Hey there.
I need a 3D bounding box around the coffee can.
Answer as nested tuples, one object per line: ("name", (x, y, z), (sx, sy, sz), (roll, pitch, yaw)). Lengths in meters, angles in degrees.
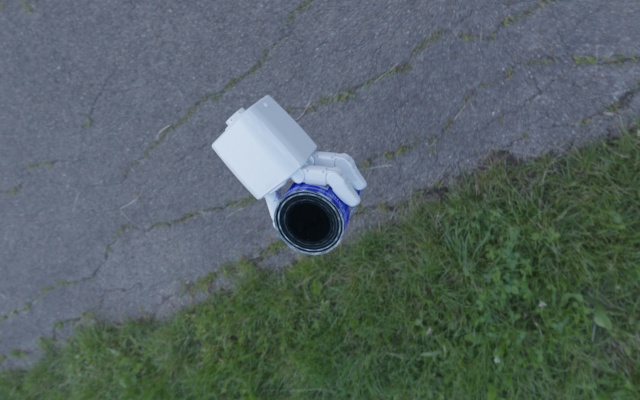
("coffee can", (0.000, 0.002, 0.722), (0.103, 0.103, 0.140), (0, 26, 15))
